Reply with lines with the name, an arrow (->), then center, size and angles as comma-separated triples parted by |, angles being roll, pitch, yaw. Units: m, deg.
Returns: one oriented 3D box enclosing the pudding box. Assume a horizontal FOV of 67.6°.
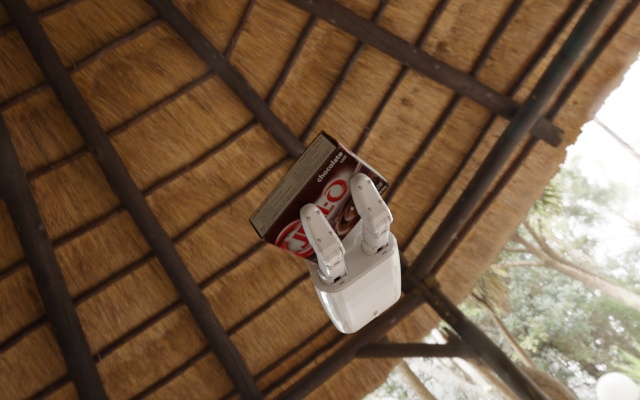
pudding box -> 0.000, 0.001, 0.460 | 0.090, 0.113, 0.039 | 30, 11, -47
